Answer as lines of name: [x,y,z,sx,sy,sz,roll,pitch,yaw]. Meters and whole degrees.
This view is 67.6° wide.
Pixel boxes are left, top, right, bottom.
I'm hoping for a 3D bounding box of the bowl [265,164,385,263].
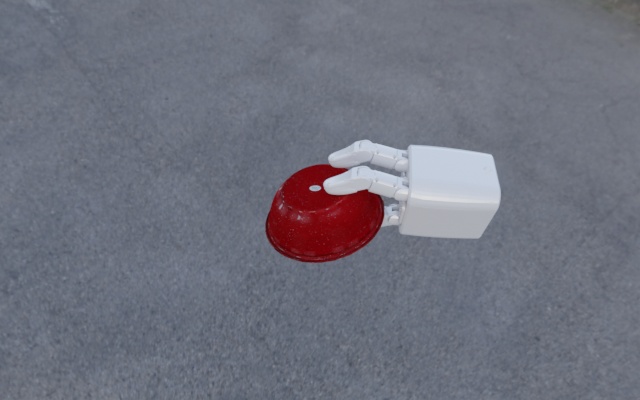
bowl: [-0.001,0.002,0.619,0.162,0.055,0.162,-8,42,7]
